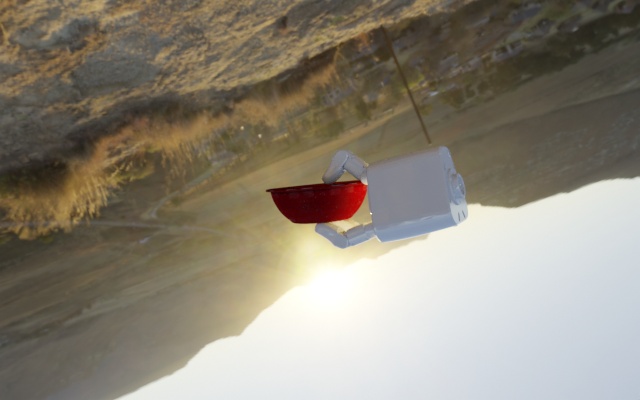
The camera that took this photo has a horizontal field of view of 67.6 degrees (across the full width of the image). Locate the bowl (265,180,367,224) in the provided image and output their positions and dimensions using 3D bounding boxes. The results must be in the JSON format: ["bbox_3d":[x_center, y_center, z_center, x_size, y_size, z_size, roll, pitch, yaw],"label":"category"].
[{"bbox_3d":[-0.001,0.003,0.722,0.162,0.055,0.162,-5,4,0],"label":"bowl"}]
